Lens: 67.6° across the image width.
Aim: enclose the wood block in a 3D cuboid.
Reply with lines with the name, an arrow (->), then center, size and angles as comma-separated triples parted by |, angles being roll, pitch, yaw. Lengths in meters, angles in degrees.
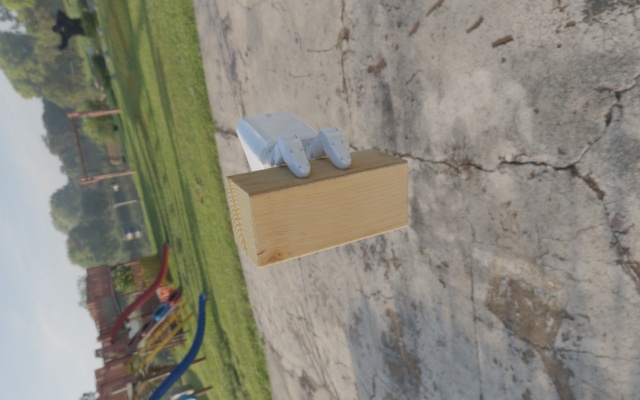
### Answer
wood block -> 0.000, 0.002, 0.593 | 0.206, 0.091, 0.090 | -13, 22, -24
